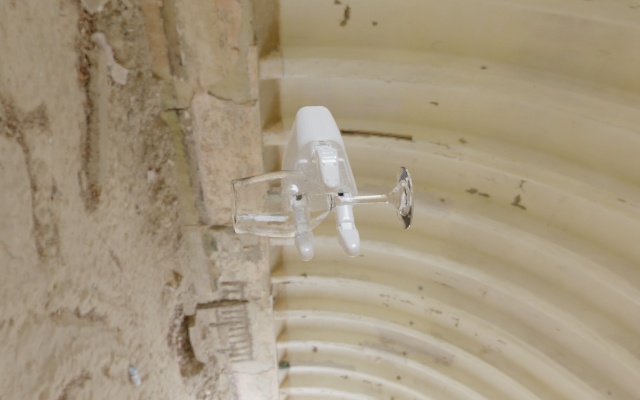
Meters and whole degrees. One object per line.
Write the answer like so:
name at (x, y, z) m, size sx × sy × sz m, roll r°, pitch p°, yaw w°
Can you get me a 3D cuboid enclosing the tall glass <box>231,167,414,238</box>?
tall glass at (0.001, 0.002, 0.554) m, size 0.201 × 0.079 × 0.079 m, roll -3°, pitch 0°, yaw -6°
